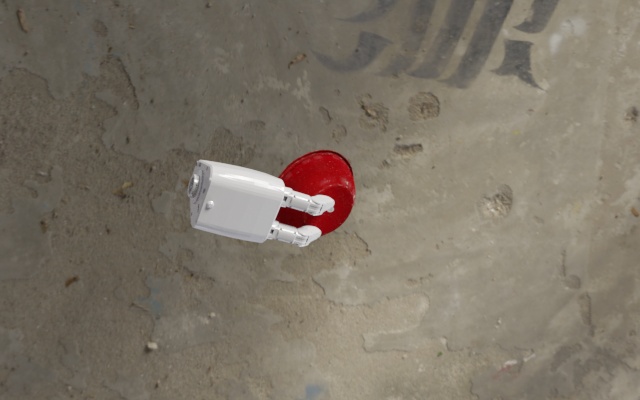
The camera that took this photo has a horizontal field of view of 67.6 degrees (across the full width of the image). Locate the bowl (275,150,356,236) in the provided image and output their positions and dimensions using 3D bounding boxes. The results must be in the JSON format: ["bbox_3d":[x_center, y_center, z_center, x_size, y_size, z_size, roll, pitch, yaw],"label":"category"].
[{"bbox_3d":[0.001,0.003,0.769,0.162,0.162,0.055,0,29,-36],"label":"bowl"}]
